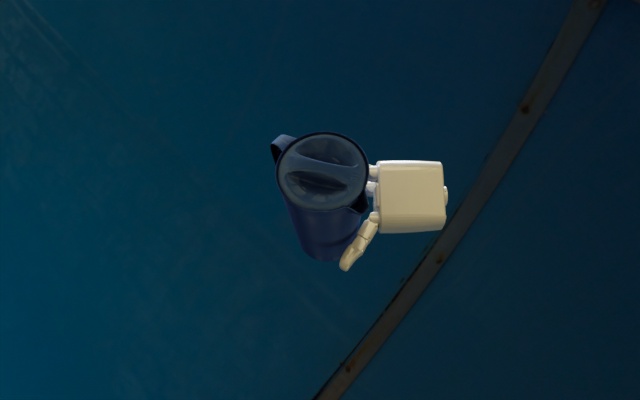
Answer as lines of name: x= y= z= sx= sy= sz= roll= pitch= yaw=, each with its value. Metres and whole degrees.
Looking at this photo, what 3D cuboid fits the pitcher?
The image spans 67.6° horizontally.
pitcher: x=0.000 y=0.003 z=0.774 sx=0.145 sy=0.149 sz=0.243 roll=-3 pitch=-27 yaw=1
